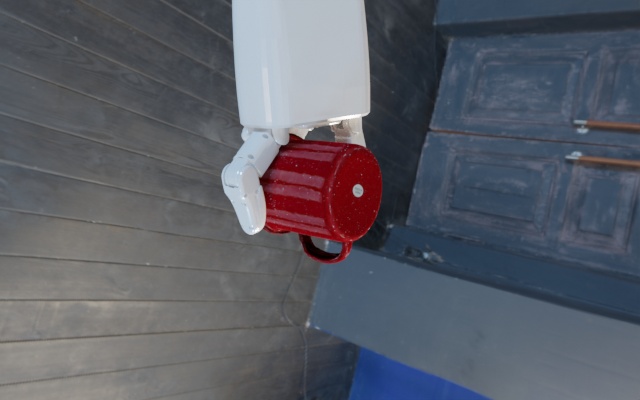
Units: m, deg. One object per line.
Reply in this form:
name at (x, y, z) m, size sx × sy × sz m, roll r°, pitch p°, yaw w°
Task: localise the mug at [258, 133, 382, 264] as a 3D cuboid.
mug at (0.000, 0.003, 0.414) m, size 0.081 × 0.117 × 0.093 m, roll 9°, pitch 23°, yaw 38°
